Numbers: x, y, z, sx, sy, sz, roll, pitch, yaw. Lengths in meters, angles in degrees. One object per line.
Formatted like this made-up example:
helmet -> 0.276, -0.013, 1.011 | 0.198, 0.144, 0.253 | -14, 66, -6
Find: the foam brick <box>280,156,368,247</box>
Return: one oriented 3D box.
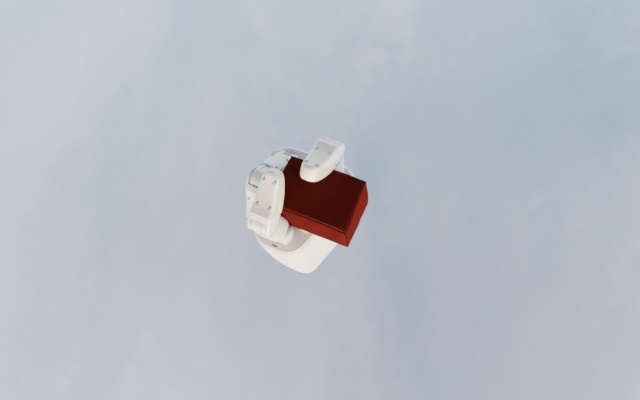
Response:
foam brick -> 0.000, 0.002, 0.445 | 0.078, 0.053, 0.051 | 21, -17, 16
